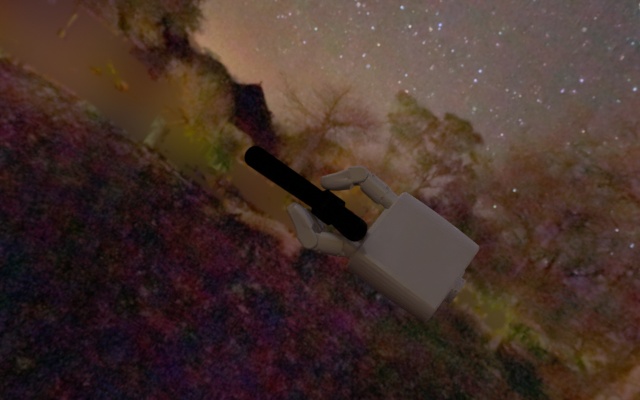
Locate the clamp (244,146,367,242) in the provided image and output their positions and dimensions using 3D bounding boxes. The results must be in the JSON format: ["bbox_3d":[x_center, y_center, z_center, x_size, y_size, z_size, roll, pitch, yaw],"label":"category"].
[{"bbox_3d":[0.001,0.001,0.586,0.164,0.036,0.210,37,1,15],"label":"clamp"}]
